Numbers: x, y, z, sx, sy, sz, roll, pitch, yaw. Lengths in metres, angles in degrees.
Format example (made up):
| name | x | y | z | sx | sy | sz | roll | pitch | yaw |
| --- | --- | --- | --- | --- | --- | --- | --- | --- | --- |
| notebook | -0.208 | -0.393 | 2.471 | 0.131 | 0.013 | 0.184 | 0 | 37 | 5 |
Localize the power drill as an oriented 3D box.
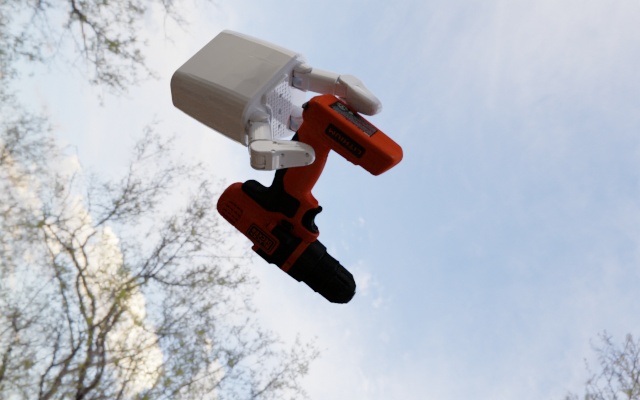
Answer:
| name | x | y | z | sx | sy | sz | roll | pitch | yaw |
| --- | --- | --- | --- | --- | --- | --- | --- | --- | --- |
| power drill | 0.000 | 0.001 | 0.496 | 0.184 | 0.188 | 0.057 | 38 | 26 | 1 |
